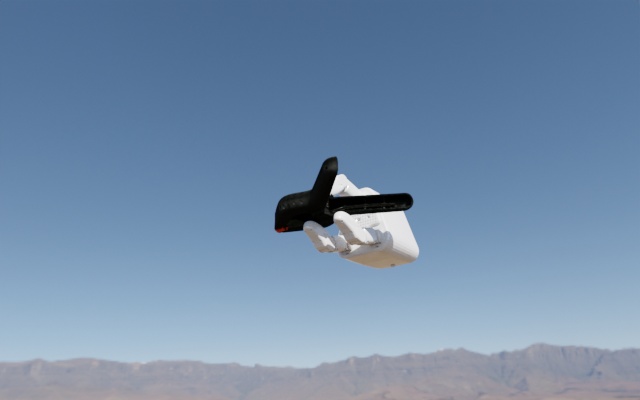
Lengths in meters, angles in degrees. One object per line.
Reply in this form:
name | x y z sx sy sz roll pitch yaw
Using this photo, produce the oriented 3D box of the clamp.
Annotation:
clamp | 0.000 0.002 0.668 0.210 0.036 0.165 -18 -31 35
